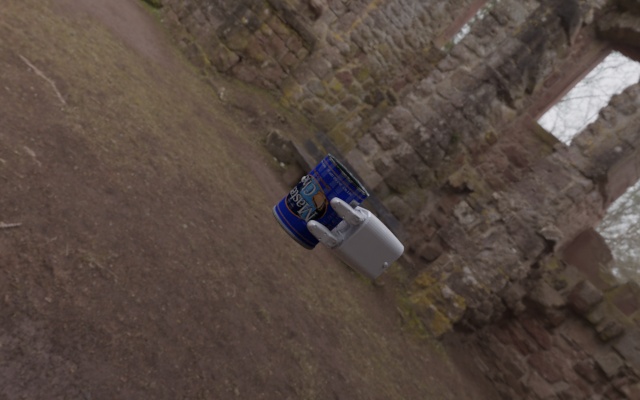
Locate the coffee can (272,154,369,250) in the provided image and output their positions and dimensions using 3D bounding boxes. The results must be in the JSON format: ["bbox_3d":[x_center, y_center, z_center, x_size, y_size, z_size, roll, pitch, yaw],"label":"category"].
[{"bbox_3d":[0.000,0.003,0.840,0.140,0.103,0.103,-44,-9,10],"label":"coffee can"}]
